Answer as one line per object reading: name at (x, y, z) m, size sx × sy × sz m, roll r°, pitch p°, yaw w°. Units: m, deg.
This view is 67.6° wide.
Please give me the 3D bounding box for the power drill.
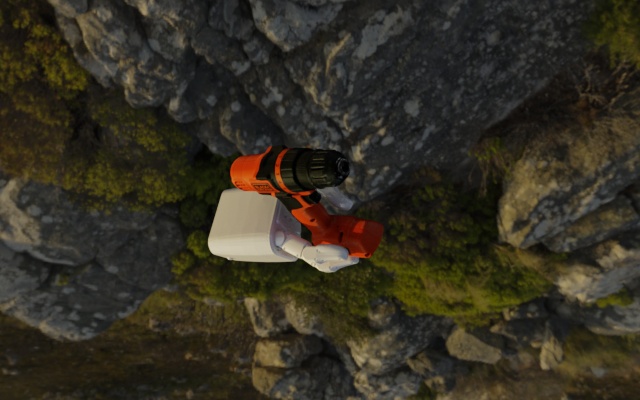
power drill at (0.000, 0.002, 0.598) m, size 0.184 × 0.057 × 0.188 m, roll 3°, pitch -33°, yaw 46°
